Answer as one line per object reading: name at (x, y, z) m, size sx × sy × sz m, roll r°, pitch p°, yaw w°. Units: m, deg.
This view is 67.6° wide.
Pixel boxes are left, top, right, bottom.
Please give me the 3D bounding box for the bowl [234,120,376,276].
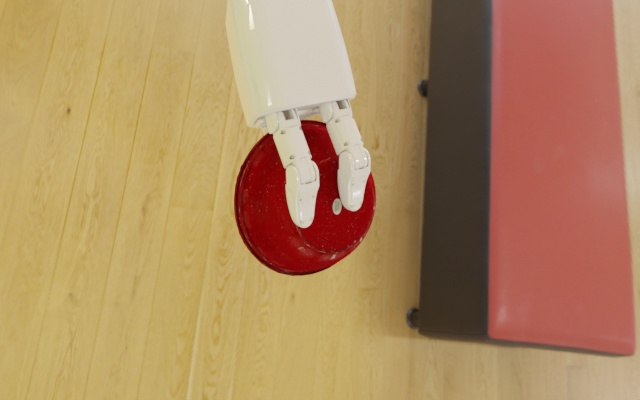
bowl at (0.001, 0.003, 0.470) m, size 0.162 × 0.162 × 0.055 m, roll 0°, pitch 7°, yaw -32°
